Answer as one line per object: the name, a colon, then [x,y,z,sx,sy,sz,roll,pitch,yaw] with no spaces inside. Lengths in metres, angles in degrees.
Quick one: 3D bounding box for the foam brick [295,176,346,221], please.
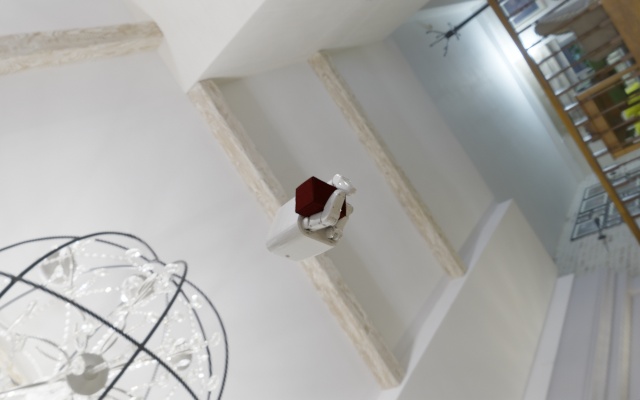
foam brick: [0.000,0.002,0.829,0.078,0.053,0.051,25,-39,-34]
